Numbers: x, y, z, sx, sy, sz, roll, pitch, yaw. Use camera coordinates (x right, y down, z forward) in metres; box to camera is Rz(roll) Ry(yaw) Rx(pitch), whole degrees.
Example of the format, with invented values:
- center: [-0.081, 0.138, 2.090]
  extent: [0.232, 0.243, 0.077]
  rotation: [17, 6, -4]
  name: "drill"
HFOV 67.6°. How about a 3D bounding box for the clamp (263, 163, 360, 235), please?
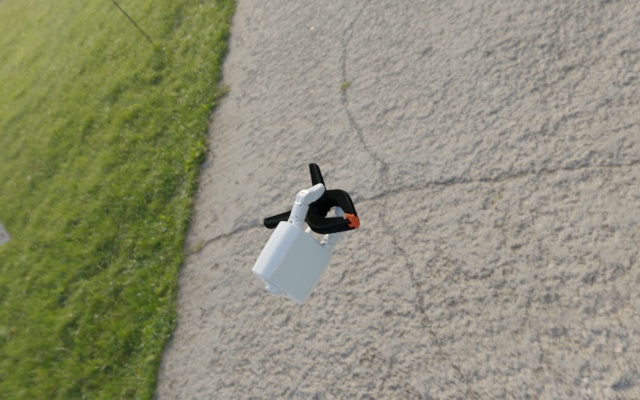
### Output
- center: [0.000, 0.003, 0.898]
  extent: [0.210, 0.164, 0.036]
  rotation: [13, -27, 45]
  name: "clamp"
